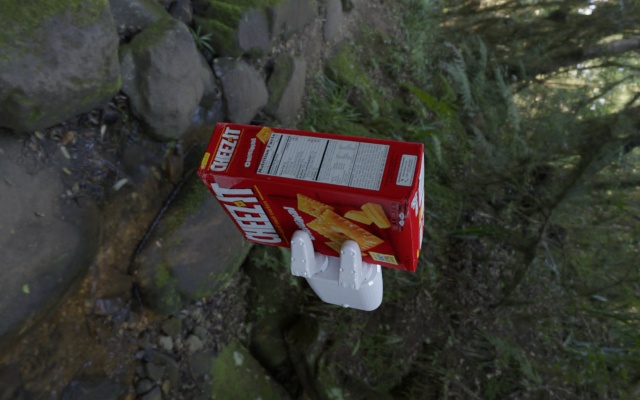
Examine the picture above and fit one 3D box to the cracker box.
[{"bbox_3d":[0.000,0.002,0.513,0.213,0.072,0.164,8,-28,16],"label":"cracker box"}]
